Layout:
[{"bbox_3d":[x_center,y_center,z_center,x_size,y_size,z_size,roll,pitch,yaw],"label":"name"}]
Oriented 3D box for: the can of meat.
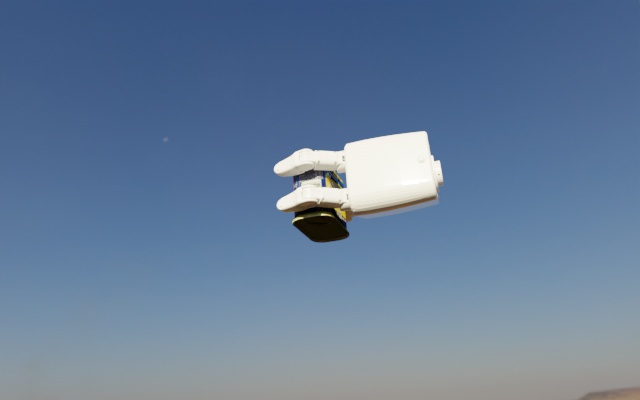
[{"bbox_3d":[0.000,0.002,0.661,0.057,0.084,0.102,-11,-25,17],"label":"can of meat"}]
